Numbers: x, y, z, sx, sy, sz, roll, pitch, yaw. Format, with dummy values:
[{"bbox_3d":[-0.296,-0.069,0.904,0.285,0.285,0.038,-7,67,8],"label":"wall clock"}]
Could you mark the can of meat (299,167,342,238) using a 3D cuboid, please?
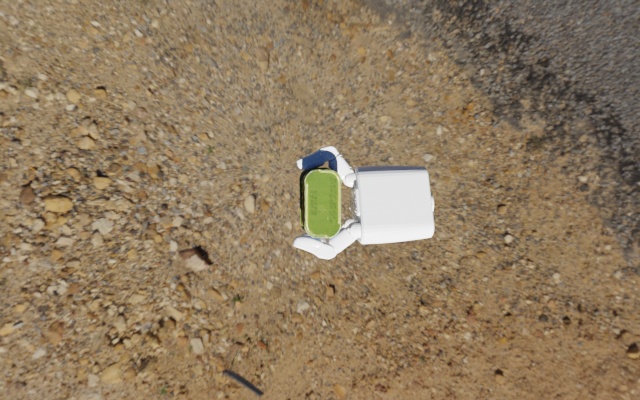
[{"bbox_3d":[0.000,0.002,0.698,0.057,0.102,0.084,-1,4,-5],"label":"can of meat"}]
